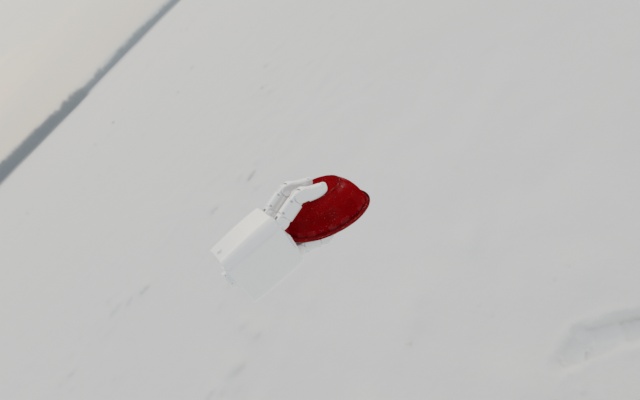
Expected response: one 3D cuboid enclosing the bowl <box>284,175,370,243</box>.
[{"bbox_3d":[0.001,0.002,0.814,0.162,0.055,0.162,-21,23,9],"label":"bowl"}]
